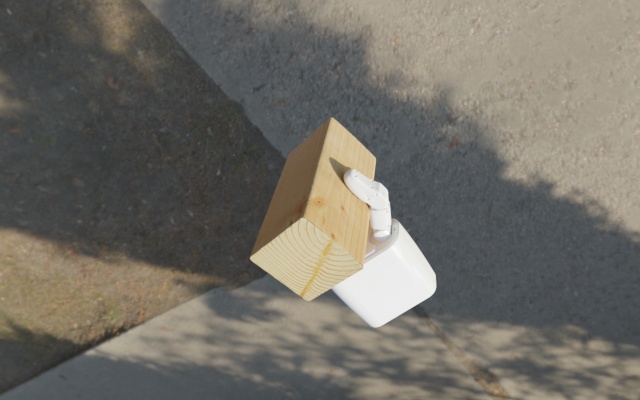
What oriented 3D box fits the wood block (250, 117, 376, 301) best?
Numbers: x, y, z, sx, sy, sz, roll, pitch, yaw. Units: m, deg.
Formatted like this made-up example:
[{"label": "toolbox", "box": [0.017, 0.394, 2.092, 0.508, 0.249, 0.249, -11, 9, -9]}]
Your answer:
[{"label": "wood block", "box": [0.001, 0.002, 0.576, 0.090, 0.206, 0.091, 40, -56, -20]}]
